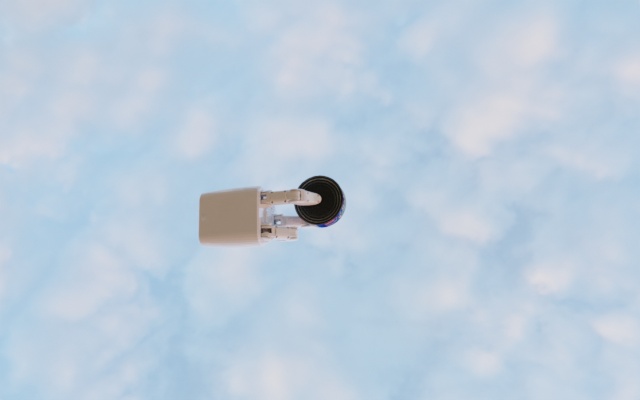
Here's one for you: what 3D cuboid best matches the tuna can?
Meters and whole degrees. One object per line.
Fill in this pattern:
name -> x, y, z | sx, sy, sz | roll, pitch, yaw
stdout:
tuna can -> 0.000, 0.003, 0.812 | 0.086, 0.086, 0.034 | 0, -14, 15
